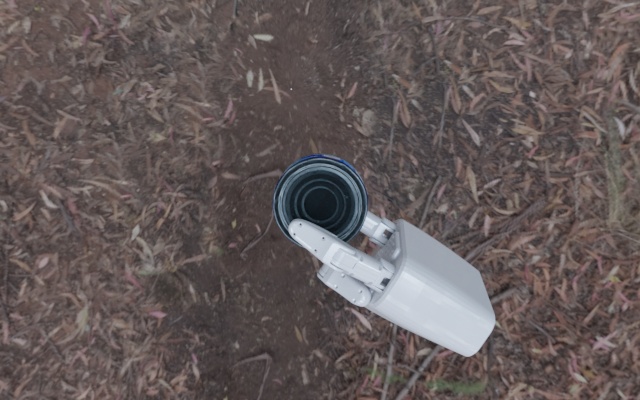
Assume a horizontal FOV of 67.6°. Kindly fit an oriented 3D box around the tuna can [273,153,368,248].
[{"bbox_3d":[0.000,0.001,0.431,0.086,0.086,0.033,0,10,1],"label":"tuna can"}]
